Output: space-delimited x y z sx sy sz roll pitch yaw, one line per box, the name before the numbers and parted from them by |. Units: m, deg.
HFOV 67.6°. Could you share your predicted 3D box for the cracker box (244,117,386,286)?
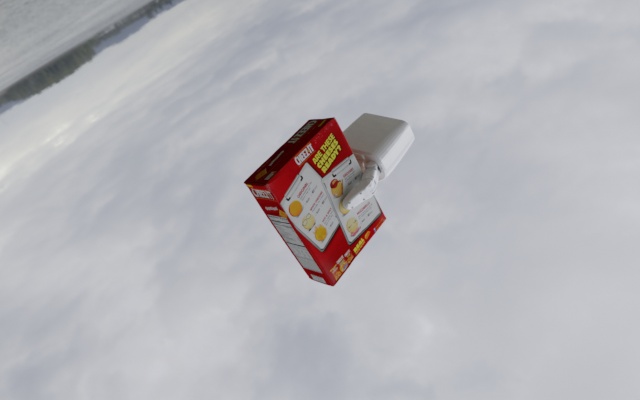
cracker box | 0.000 0.003 0.762 0.072 0.214 0.164 6 45 48
